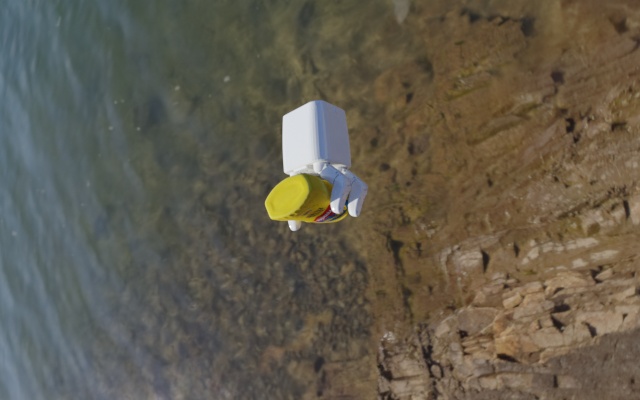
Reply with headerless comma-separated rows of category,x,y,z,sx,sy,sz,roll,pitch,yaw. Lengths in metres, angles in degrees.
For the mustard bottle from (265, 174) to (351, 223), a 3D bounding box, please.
mustard bottle,0.000,0.003,0.820,0.096,0.058,0.191,-36,-24,26
